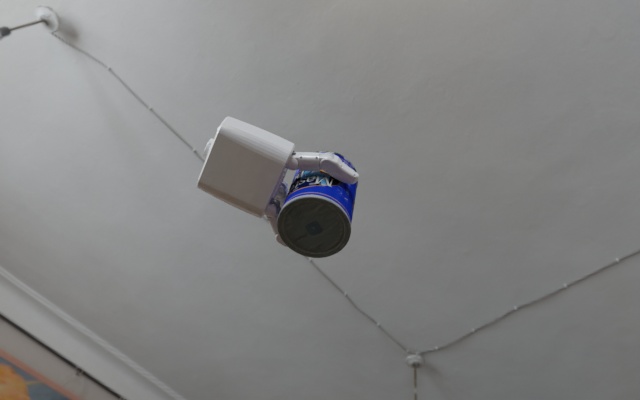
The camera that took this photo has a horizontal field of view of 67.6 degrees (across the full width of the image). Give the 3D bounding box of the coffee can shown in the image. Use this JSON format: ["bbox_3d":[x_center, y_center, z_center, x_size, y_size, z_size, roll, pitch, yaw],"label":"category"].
[{"bbox_3d":[0.000,0.002,0.711,0.103,0.103,0.140,0,32,9],"label":"coffee can"}]
